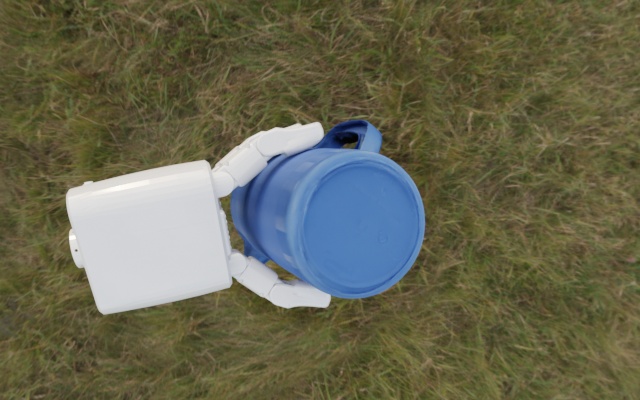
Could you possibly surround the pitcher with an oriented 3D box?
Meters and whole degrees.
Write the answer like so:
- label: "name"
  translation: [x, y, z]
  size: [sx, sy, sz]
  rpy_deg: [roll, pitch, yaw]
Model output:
- label: "pitcher"
  translation: [0.000, 0.002, 0.449]
  size: [0.145, 0.149, 0.243]
  rpy_deg: [-10, 6, -16]
